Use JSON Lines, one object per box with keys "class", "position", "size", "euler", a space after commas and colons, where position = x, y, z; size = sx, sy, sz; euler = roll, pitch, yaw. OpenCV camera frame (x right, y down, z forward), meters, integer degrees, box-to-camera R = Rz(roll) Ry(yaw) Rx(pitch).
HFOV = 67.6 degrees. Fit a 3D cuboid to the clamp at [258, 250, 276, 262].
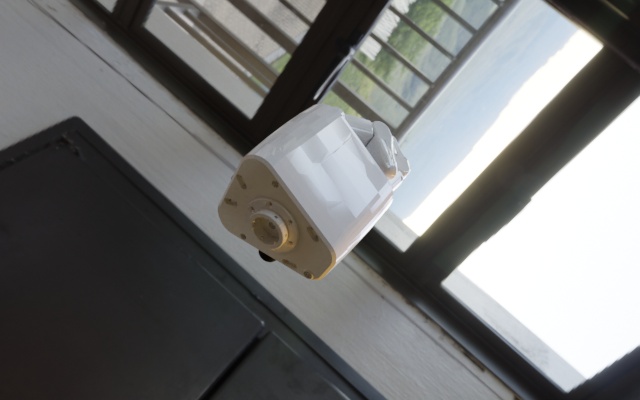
{"class": "clamp", "position": [0.001, 0.002, 0.510], "size": [0.120, 0.039, 0.171], "euler": [-44, -7, -46]}
